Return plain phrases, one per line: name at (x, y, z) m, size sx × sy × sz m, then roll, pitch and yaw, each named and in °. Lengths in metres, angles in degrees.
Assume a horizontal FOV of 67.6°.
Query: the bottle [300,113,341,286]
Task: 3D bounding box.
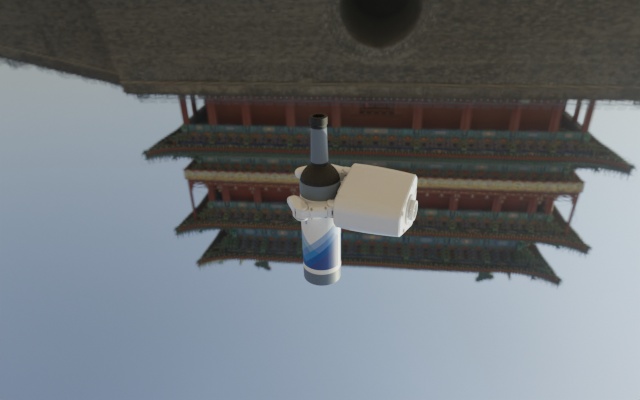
bottle at (0.000, 0.003, 0.786) m, size 0.069 × 0.296 × 0.069 m, roll -1°, pitch 28°, yaw 1°
